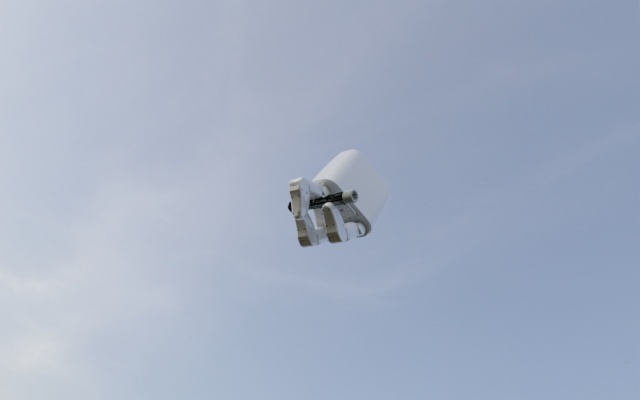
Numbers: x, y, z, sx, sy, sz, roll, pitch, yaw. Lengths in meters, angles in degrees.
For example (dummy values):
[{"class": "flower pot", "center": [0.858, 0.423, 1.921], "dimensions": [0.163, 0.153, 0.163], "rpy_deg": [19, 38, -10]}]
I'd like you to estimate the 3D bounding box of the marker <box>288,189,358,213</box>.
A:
[{"class": "marker", "center": [0.000, 0.002, 0.694], "dimensions": [0.121, 0.020, 0.020], "rpy_deg": [-10, -6, 37]}]
